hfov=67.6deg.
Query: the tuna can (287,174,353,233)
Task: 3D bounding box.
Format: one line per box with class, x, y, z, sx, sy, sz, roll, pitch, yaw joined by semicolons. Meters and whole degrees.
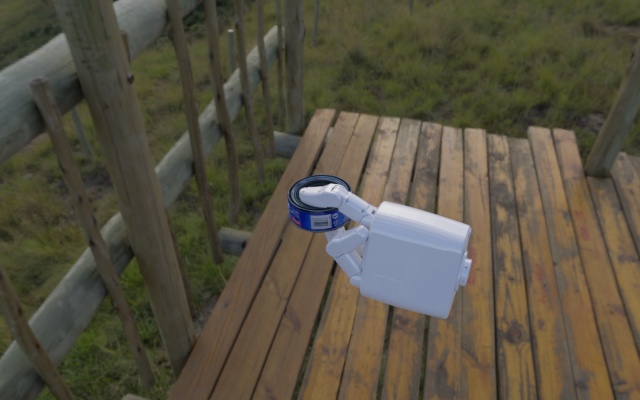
tuna can;0.000;0.002;0.621;0.086;0.034;0.086;-3;36;2
